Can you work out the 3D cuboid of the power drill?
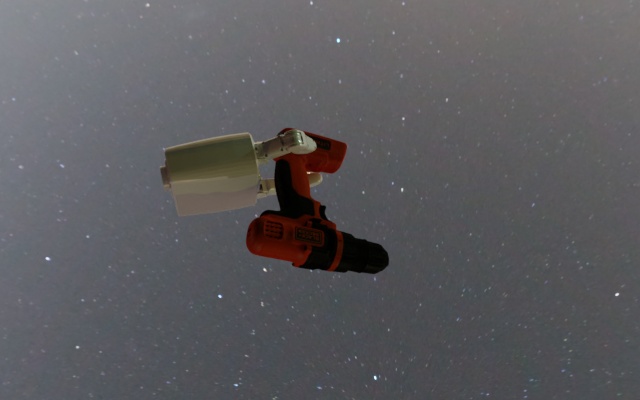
[{"bbox_3d":[0.000,0.002,0.620,0.184,0.187,0.057,14,-38,-21],"label":"power drill"}]
